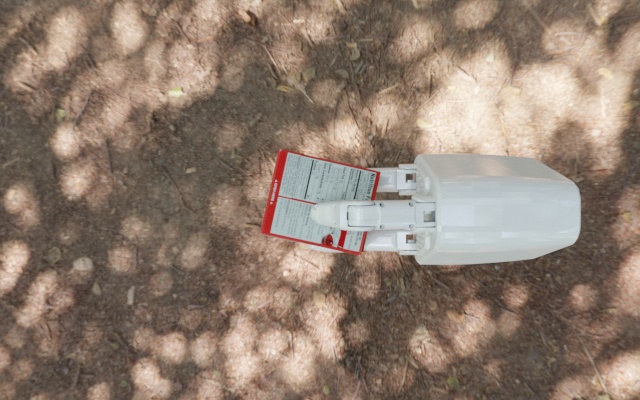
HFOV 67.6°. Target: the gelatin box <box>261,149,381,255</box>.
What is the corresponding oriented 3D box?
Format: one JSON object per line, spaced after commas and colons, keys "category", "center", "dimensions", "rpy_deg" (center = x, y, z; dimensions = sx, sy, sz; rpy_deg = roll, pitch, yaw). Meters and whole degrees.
{"category": "gelatin box", "center": [0.000, 0.001, 0.407], "dimensions": [0.089, 0.073, 0.030], "rpy_deg": [12, 2, -3]}
